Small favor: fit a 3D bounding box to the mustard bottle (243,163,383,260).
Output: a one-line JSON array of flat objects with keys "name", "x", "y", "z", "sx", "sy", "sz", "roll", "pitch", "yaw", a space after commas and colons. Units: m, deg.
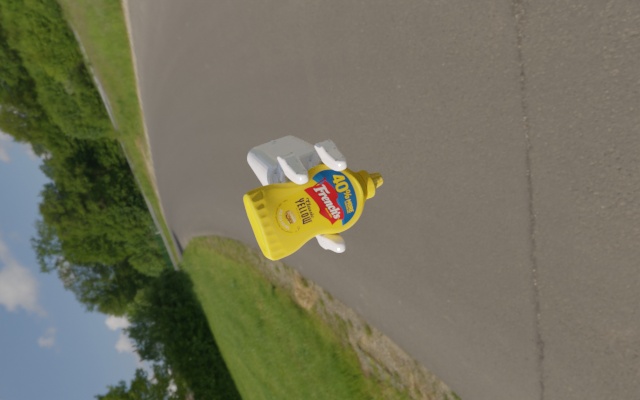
[{"name": "mustard bottle", "x": 0.000, "y": 0.002, "z": 0.647, "sx": 0.191, "sy": 0.096, "sz": 0.058, "roll": -22, "pitch": 6, "yaw": -19}]
